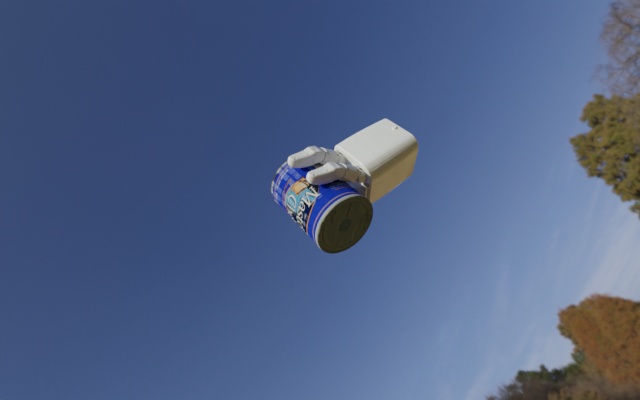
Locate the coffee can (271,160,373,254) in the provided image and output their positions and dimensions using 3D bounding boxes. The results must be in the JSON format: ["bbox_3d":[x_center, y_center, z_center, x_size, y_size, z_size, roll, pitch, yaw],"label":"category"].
[{"bbox_3d":[0.000,0.003,0.756,0.103,0.103,0.140,0,31,-40],"label":"coffee can"}]
